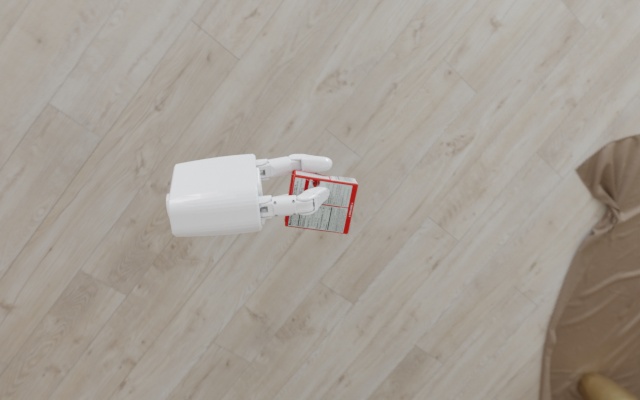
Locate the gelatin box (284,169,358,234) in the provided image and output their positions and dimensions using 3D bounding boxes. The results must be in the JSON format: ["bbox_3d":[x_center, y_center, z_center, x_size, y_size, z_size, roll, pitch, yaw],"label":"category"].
[{"bbox_3d":[0.000,0.002,0.640,0.089,0.073,0.030,8,18,-6],"label":"gelatin box"}]
